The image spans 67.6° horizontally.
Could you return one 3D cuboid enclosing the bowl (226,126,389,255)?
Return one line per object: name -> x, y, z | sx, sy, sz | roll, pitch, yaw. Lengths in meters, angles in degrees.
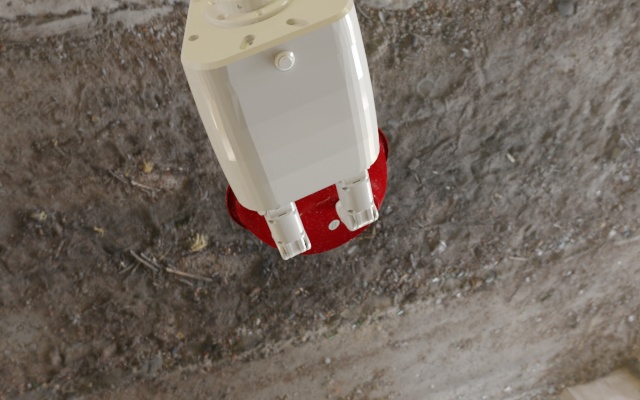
bowl -> 0.001, 0.002, 0.434 | 0.162, 0.055, 0.162 | -19, -32, -12
